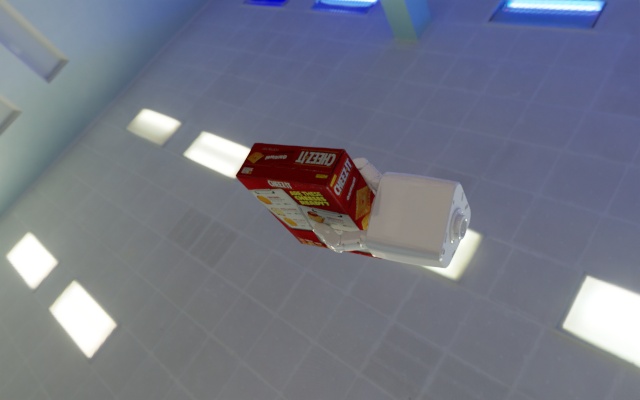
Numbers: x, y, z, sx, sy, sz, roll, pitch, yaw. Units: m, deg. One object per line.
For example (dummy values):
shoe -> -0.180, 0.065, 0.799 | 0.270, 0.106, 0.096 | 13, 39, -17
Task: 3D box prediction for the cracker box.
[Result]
cracker box -> 0.000, 0.003, 0.730 | 0.164, 0.072, 0.214 | 8, -28, 34
